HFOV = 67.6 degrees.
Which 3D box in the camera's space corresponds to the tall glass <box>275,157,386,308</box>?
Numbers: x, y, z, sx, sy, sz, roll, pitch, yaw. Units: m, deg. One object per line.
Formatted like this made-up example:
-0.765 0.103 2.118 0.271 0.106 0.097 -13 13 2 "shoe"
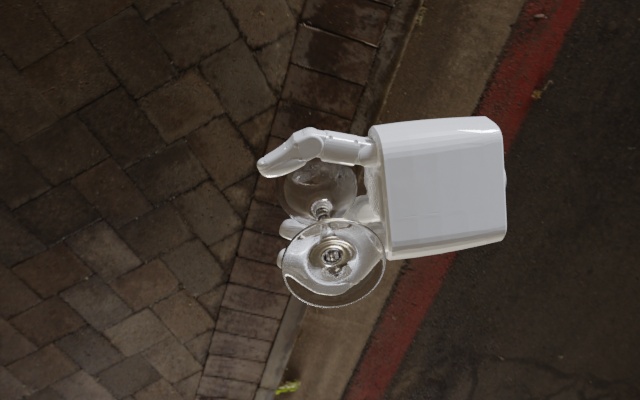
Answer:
0.000 0.002 0.421 0.079 0.079 0.201 0 27 -7 "tall glass"
